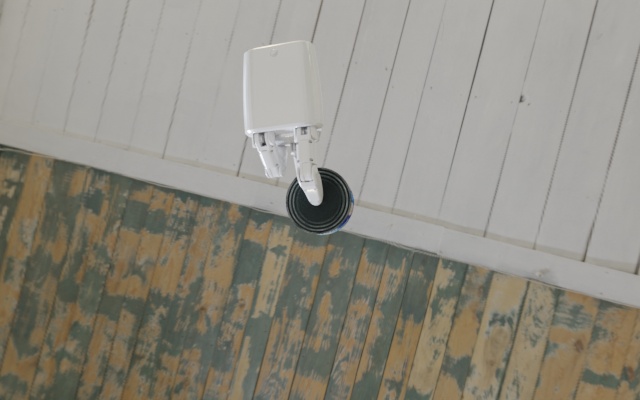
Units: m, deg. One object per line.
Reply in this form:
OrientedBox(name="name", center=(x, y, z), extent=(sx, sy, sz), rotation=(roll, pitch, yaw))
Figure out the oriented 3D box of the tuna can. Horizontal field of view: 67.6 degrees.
OrientedBox(name="tuna can", center=(0.000, 0.002, 0.622), extent=(0.086, 0.086, 0.034), rotation=(0, -7, 12))
